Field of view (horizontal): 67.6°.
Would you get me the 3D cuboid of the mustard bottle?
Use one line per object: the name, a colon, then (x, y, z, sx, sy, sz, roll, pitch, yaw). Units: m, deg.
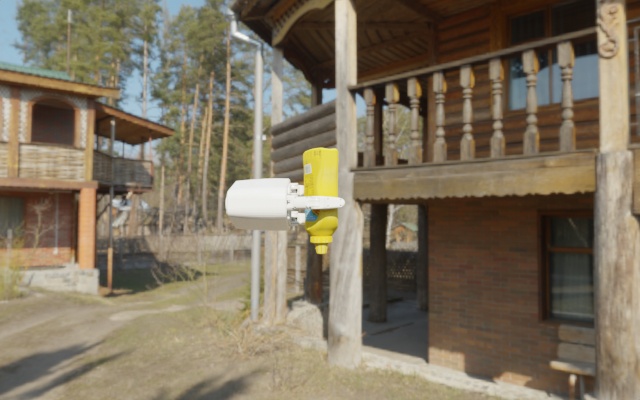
mustard bottle: (0.000, 0.003, 0.886, 0.058, 0.191, 0.096, 1, -3, -24)
